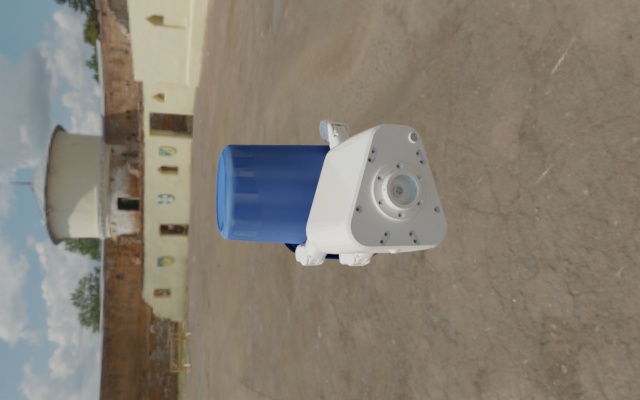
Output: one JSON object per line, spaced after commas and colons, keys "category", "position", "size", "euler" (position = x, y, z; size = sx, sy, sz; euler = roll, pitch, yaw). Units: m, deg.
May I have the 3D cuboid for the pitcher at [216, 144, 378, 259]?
{"category": "pitcher", "position": [0.000, 0.002, 0.580], "size": [0.243, 0.149, 0.145], "euler": [1, -3, -18]}
